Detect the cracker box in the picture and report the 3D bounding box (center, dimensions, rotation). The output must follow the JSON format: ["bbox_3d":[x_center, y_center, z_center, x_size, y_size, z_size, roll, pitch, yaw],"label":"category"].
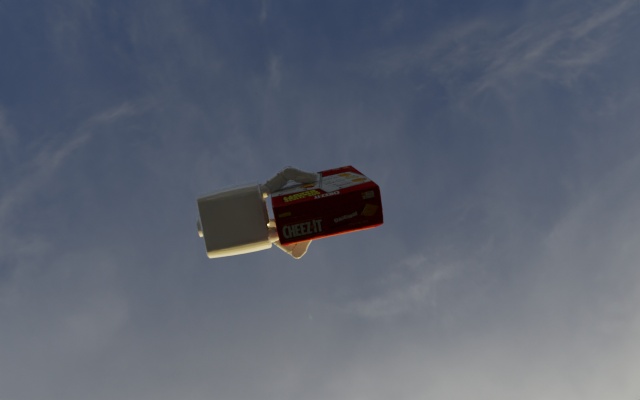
[{"bbox_3d":[0.000,0.002,0.811,0.164,0.072,0.213,-12,14,-5],"label":"cracker box"}]
